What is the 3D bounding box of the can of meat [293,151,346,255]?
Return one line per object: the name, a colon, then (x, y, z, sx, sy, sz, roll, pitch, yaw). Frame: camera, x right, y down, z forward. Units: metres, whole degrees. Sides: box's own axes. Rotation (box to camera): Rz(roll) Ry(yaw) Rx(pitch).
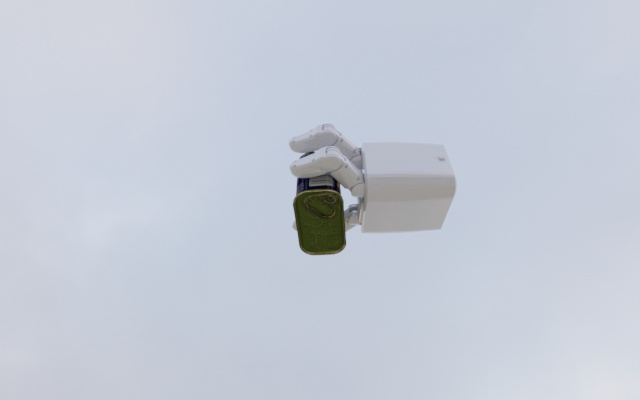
can of meat: (0.000, 0.002, 0.586, 0.057, 0.102, 0.083, -4, 40, 3)
